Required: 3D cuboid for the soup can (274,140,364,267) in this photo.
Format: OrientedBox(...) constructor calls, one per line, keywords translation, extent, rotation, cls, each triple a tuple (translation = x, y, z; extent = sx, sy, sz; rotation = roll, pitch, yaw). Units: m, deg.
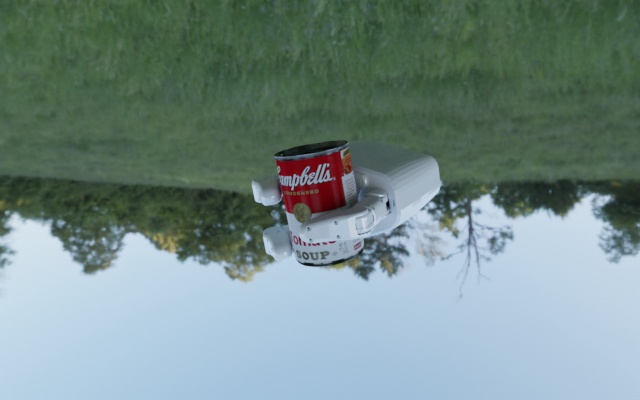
OrientedBox(translation=(0.000, 0.002, 0.439), extent=(0.068, 0.102, 0.068), rotation=(-9, 14, 2), cls="soup can")
